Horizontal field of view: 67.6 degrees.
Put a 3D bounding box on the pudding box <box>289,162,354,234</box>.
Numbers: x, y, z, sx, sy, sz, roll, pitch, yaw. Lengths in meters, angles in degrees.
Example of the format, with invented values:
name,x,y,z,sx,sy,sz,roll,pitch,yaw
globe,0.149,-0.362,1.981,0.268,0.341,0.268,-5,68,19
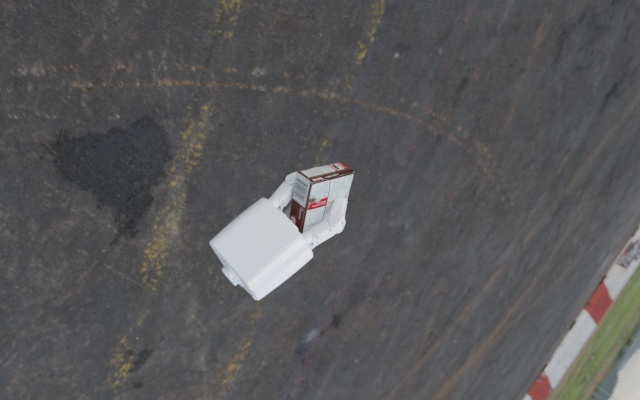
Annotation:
name,x,y,z,sx,sy,sz,roll,pitch,yaw
pudding box,0.000,0.003,0.747,0.090,0.114,0.039,-17,43,-38
